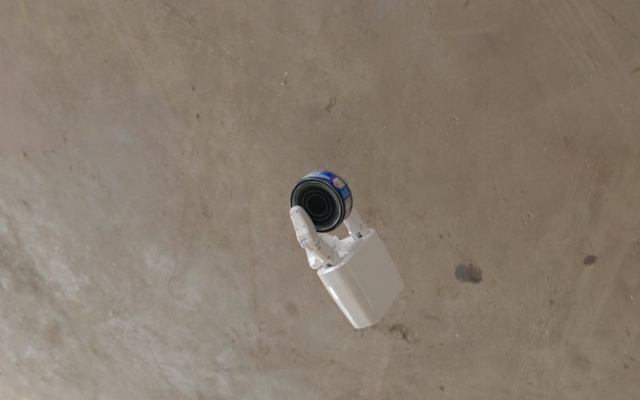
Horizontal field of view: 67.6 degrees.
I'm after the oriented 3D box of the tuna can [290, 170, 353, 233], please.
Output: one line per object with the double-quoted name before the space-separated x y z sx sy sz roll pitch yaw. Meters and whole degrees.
"tuna can" 0.000 0.002 0.674 0.086 0.086 0.033 0 21 26
